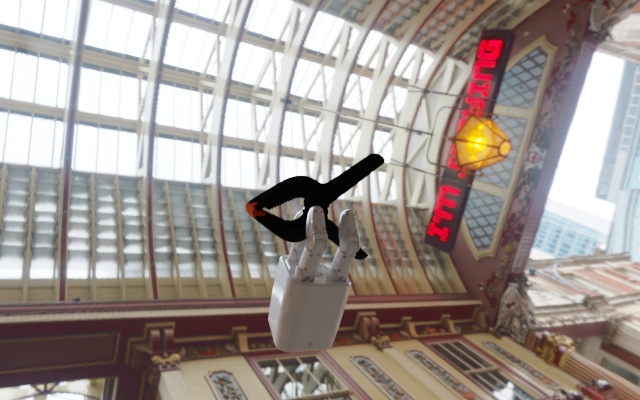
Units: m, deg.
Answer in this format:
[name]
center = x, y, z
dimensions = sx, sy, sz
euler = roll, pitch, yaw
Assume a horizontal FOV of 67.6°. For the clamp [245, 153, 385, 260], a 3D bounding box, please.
[clamp]
center = -0.001, 0.002, 0.671
dimensions = 0.210, 0.164, 0.036
euler = 7, 12, -32
